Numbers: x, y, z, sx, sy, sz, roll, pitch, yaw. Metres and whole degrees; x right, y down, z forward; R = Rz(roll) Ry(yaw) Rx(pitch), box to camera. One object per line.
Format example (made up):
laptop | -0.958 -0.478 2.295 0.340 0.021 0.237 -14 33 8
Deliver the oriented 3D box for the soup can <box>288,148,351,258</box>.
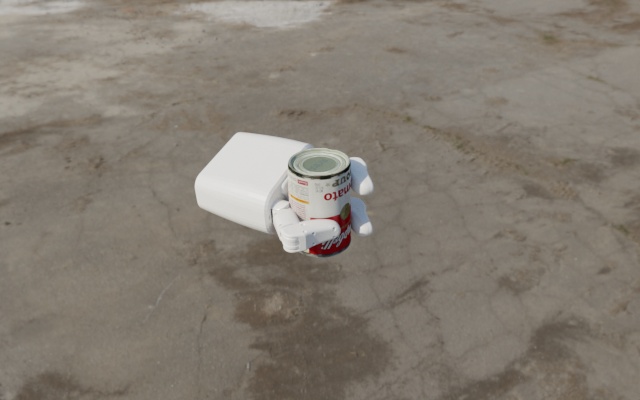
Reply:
soup can | 0.000 0.002 0.522 0.068 0.102 0.068 -1 32 1
